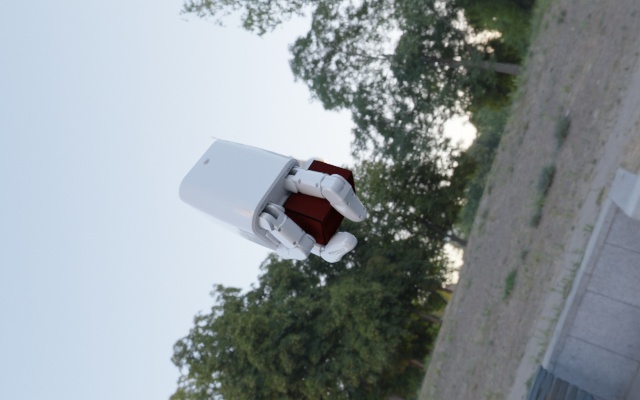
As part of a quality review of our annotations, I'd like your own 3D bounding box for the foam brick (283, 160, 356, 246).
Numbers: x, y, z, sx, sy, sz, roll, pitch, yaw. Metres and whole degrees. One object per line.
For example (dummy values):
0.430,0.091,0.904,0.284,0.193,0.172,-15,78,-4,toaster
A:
0.000,0.002,0.545,0.051,0.078,0.053,19,-32,22,foam brick
